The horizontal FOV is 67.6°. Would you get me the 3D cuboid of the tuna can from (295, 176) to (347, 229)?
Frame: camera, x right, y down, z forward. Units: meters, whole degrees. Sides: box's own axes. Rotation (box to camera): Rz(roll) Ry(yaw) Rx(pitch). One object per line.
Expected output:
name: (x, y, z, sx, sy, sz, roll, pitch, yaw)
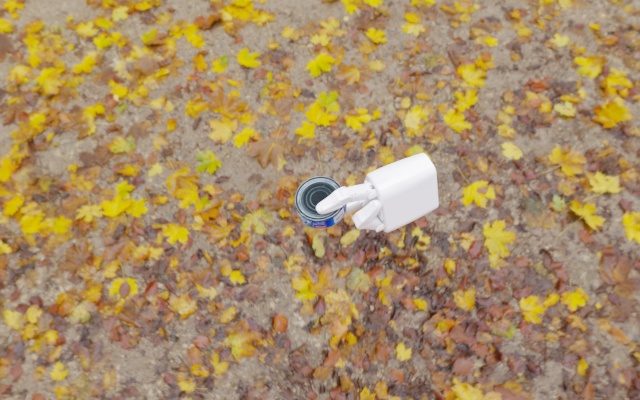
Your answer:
tuna can: (0.000, 0.002, 0.800, 0.086, 0.086, 0.034, 0, -26, 8)
